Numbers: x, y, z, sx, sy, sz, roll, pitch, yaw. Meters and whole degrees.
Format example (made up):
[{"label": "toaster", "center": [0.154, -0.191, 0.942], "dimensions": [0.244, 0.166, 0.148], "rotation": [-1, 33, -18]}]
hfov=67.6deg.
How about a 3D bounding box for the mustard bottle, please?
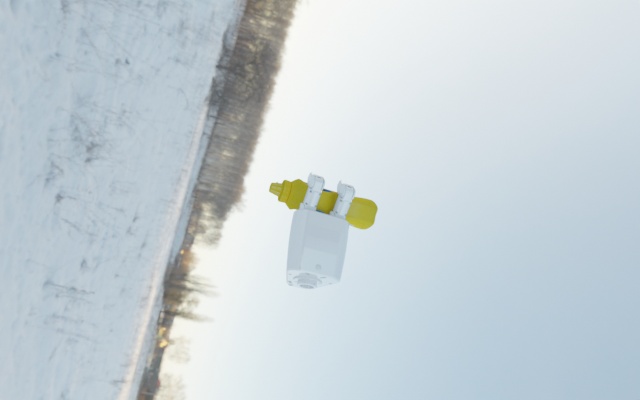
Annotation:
[{"label": "mustard bottle", "center": [0.000, 0.003, 0.862], "dimensions": [0.191, 0.058, 0.096], "rotation": [16, -2, -15]}]
